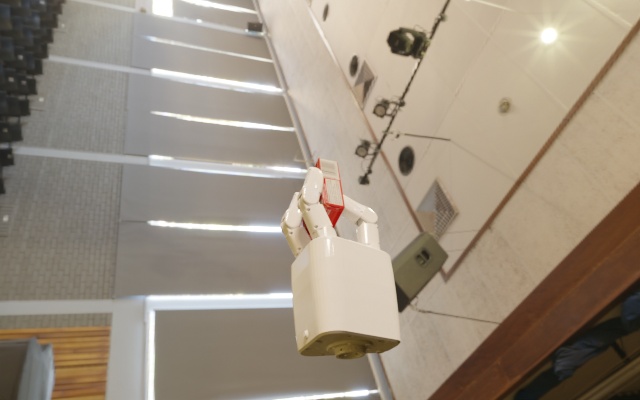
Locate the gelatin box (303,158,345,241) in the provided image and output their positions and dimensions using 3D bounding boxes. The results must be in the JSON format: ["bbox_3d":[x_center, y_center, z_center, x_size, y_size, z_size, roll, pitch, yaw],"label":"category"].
[{"bbox_3d":[0.001,0.002,0.607,0.030,0.089,0.073,12,-48,-17],"label":"gelatin box"}]
